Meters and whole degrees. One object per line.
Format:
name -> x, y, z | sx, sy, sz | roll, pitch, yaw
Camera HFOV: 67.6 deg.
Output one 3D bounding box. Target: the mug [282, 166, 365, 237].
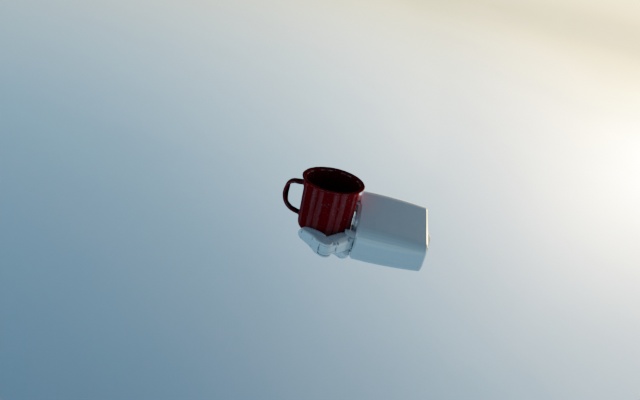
mug -> -0.001, 0.002, 0.711 | 0.117, 0.081, 0.093 | 13, 26, 1
